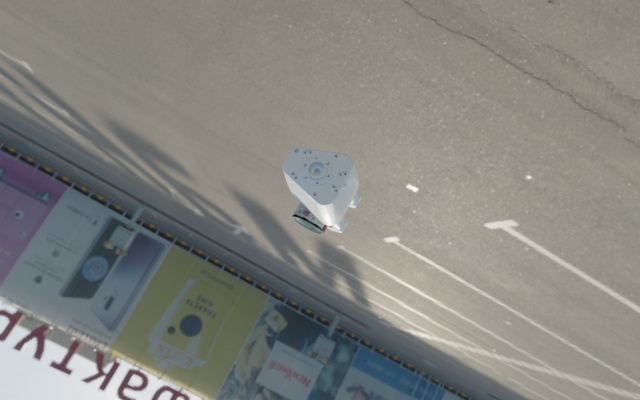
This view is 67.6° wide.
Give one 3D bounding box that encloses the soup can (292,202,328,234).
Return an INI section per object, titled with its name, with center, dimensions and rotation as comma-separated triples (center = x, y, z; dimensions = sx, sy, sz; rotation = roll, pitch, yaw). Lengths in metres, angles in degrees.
[soup can]
center = 0.000, 0.003, 0.888
dimensions = 0.068, 0.102, 0.068
rotation = 27, -13, 7
